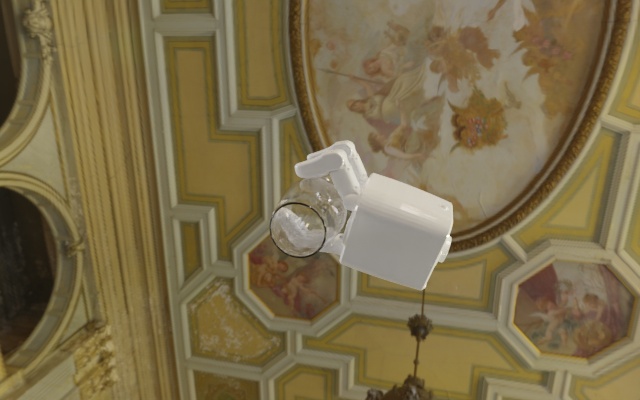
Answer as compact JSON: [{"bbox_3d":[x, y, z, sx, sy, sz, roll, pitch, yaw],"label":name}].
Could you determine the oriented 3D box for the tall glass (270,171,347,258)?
[{"bbox_3d":[0.000,0.002,0.583,0.079,0.079,0.201,0,17,15],"label":"tall glass"}]
